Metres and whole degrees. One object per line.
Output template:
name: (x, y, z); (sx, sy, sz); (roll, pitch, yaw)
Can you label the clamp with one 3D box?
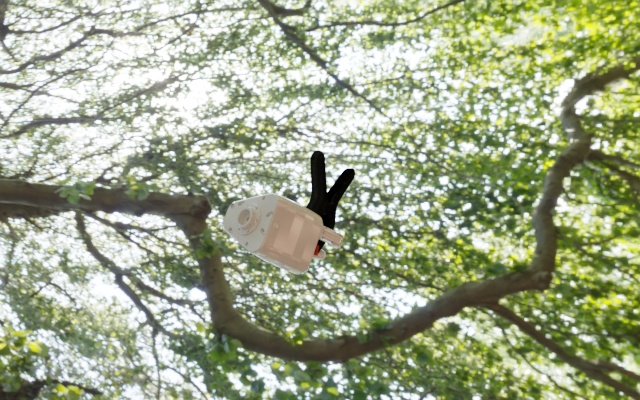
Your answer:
clamp: (0.000, 0.003, 0.798); (0.039, 0.171, 0.120); (8, -16, 41)
